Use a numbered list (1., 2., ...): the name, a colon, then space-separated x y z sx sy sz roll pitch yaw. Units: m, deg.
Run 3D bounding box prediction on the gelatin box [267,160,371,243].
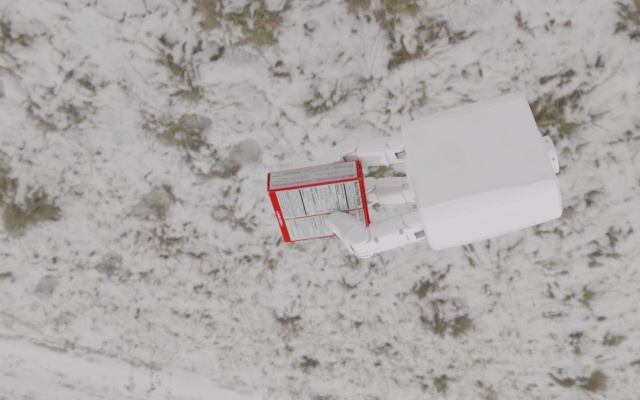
1. gelatin box: 0.000 0.002 0.458 0.089 0.030 0.073 -9 -46 5
